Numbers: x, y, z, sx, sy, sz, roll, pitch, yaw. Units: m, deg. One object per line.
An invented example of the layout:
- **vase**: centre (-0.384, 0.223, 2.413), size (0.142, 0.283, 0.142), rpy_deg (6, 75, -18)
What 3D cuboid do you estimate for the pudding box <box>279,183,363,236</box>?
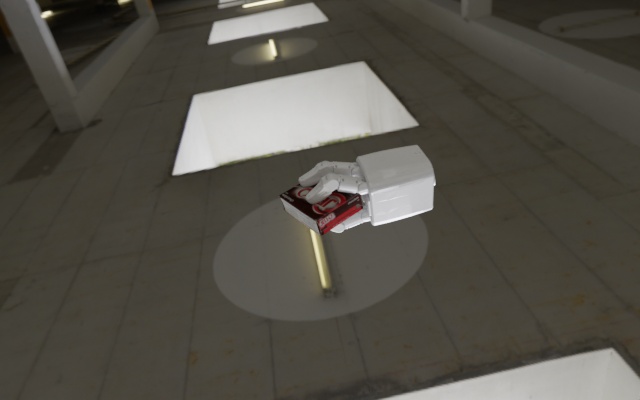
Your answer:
- **pudding box**: centre (0.000, 0.003, 0.778), size (0.090, 0.039, 0.113), rpy_deg (-31, 35, -23)
